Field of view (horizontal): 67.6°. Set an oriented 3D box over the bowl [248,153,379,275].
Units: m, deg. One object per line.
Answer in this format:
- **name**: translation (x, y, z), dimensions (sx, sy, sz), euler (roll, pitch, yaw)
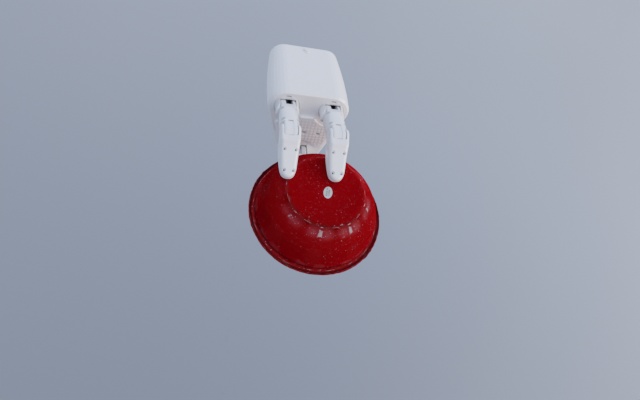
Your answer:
- **bowl**: translation (0.001, 0.003, 0.552), dimensions (0.162, 0.162, 0.055), euler (0, -28, -16)
